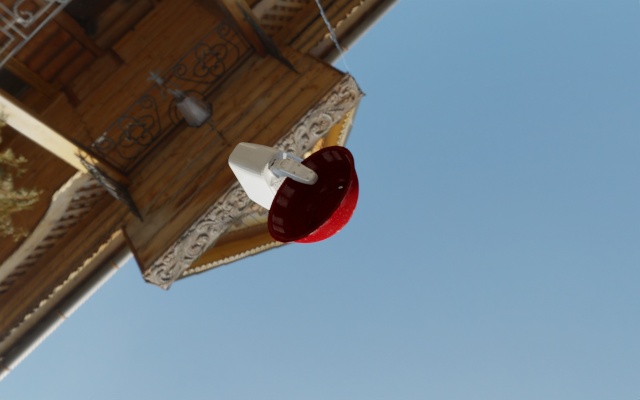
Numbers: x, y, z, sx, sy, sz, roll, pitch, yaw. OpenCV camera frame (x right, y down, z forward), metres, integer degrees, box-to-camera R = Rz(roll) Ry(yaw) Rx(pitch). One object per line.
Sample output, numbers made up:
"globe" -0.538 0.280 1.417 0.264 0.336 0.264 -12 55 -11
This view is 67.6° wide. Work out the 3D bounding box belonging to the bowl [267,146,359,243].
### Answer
"bowl" 0.001 0.003 0.675 0.055 0.162 0.162 40 -23 -31
